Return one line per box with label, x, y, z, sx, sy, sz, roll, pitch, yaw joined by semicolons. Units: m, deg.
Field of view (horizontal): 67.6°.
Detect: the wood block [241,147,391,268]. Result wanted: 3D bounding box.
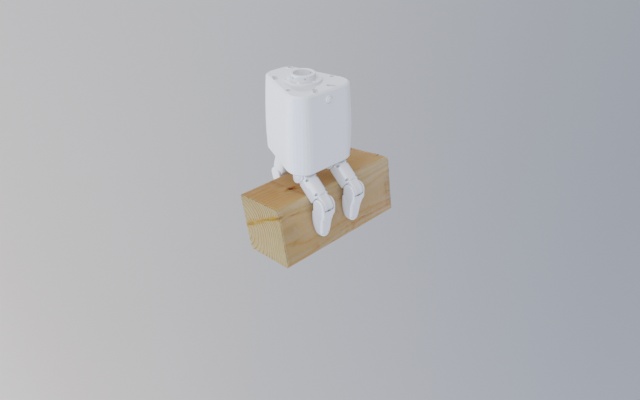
wood block;0.000;0.002;0.699;0.206;0.090;0.091;-27;32;-33
